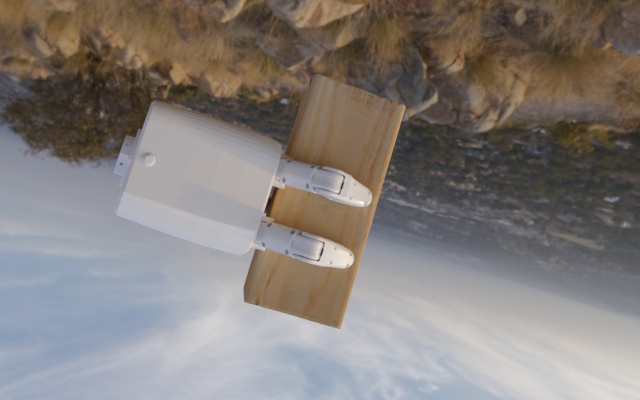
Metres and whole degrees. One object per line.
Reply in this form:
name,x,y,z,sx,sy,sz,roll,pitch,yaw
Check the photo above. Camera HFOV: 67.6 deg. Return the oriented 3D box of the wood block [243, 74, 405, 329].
wood block,0.000,0.002,0.456,0.090,0.206,0.091,18,-5,-8
